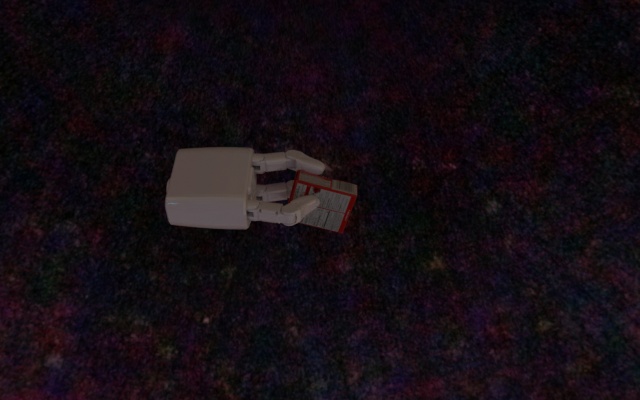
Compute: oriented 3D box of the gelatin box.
[{"bbox_3d":[0.000,0.003,0.674,0.089,0.073,0.030,14,38,-5],"label":"gelatin box"}]
